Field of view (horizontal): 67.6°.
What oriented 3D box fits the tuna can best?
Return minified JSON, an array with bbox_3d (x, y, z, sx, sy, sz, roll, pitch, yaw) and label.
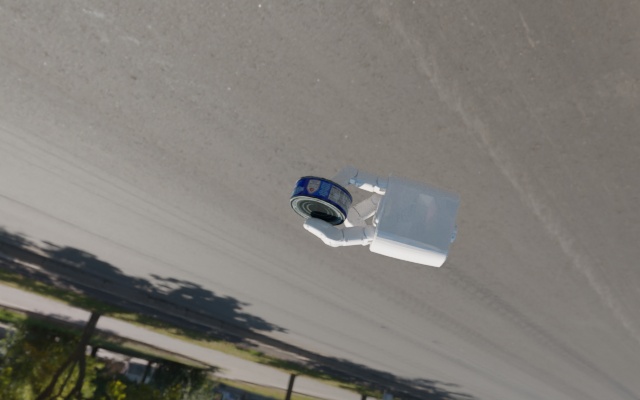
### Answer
[{"bbox_3d":[0.000,0.003,0.679,0.086,0.033,0.086,16,-25,8],"label":"tuna can"}]
